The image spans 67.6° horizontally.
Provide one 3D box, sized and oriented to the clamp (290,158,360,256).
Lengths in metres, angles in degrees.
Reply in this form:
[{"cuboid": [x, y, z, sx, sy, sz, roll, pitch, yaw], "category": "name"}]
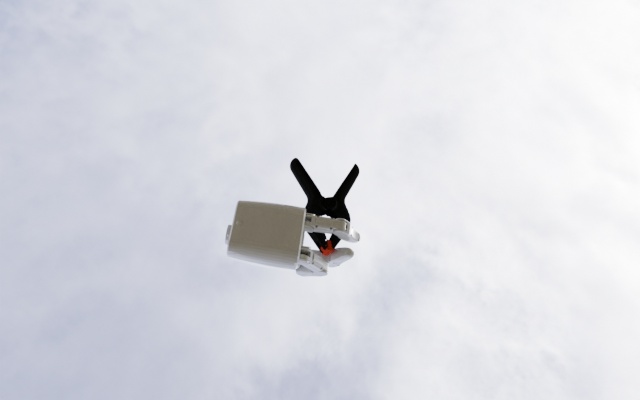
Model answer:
[{"cuboid": [0.000, 0.003, 0.785, 0.120, 0.171, 0.039, 10, -29, -4], "category": "clamp"}]
